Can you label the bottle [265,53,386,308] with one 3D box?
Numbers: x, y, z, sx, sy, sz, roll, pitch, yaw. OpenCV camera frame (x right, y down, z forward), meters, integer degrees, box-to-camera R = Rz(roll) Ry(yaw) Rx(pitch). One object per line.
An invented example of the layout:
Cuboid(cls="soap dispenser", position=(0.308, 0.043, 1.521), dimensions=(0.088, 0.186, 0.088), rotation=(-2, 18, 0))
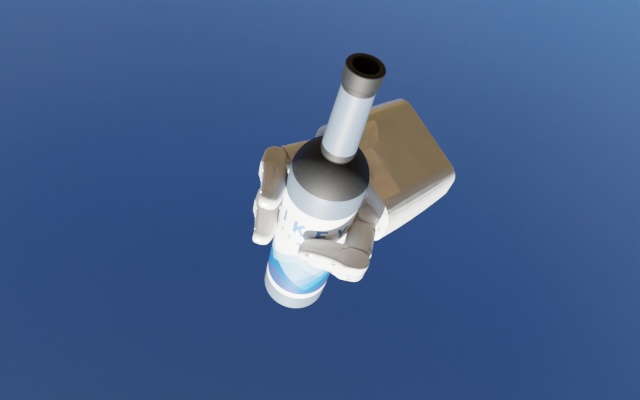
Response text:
Cuboid(cls="bottle", position=(0.000, 0.002, 0.422), dimensions=(0.069, 0.069, 0.296), rotation=(0, -37, -15))
